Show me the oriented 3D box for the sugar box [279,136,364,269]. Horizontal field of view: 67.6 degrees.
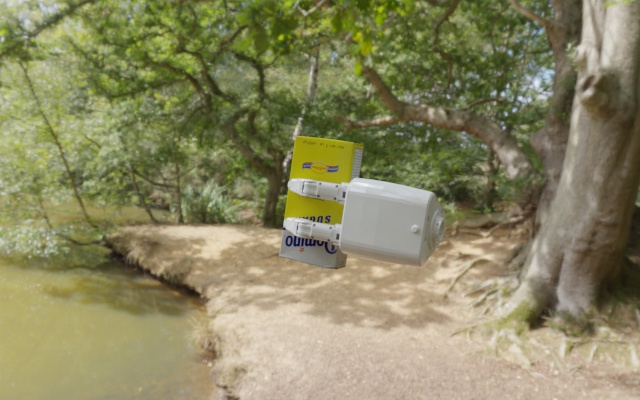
[{"bbox_3d":[0.000,0.002,0.675,0.093,0.176,0.048,10,3,24],"label":"sugar box"}]
